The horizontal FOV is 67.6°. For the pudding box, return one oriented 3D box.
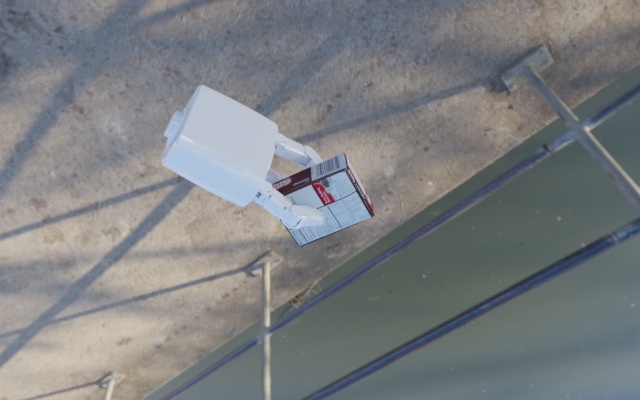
[{"bbox_3d":[0.000,0.002,0.612,0.113,0.090,0.039,-22,37,15],"label":"pudding box"}]
